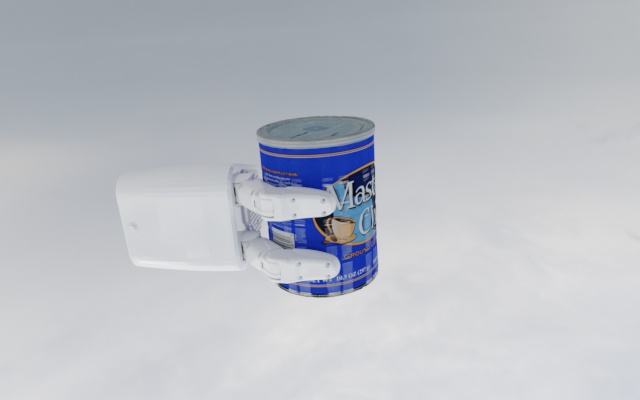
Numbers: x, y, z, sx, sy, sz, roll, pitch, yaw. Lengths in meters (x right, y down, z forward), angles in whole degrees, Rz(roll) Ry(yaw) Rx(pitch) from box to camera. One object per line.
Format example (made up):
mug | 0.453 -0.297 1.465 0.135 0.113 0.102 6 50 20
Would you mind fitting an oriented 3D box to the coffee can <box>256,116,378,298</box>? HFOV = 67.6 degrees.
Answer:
coffee can | 0.000 0.001 0.436 0.103 0.140 0.102 -3 20 1
